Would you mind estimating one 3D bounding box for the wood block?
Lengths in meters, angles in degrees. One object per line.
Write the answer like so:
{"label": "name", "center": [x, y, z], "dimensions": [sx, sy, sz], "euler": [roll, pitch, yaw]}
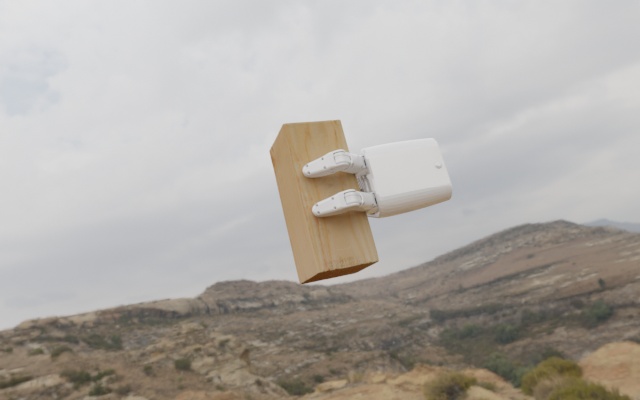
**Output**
{"label": "wood block", "center": [0.000, 0.002, 0.669], "dimensions": [0.090, 0.206, 0.091], "euler": [-8, -16, -21]}
